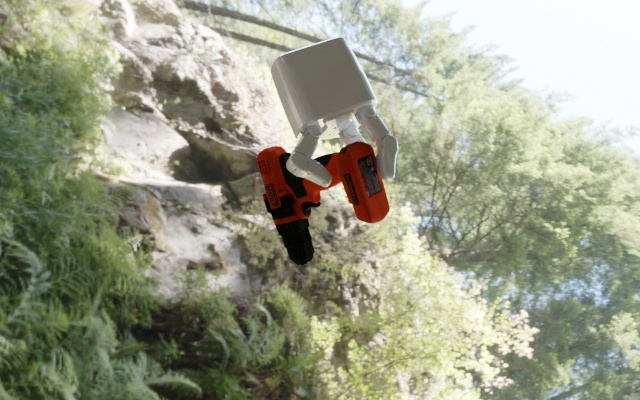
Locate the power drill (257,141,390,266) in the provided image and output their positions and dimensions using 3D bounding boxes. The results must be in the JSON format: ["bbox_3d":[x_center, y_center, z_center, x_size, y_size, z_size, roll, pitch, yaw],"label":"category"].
[{"bbox_3d":[0.000,0.002,0.666,0.187,0.184,0.057,-9,13,40],"label":"power drill"}]
